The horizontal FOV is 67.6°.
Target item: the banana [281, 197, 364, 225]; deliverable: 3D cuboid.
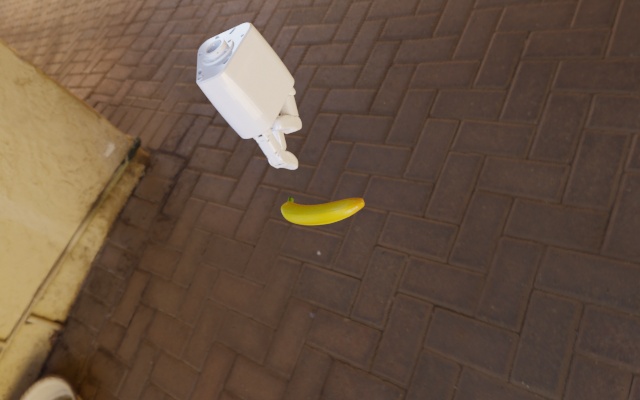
[{"bbox_3d":[-0.011,0.017,0.891,0.198,0.069,0.037,3,-39,42],"label":"banana"}]
